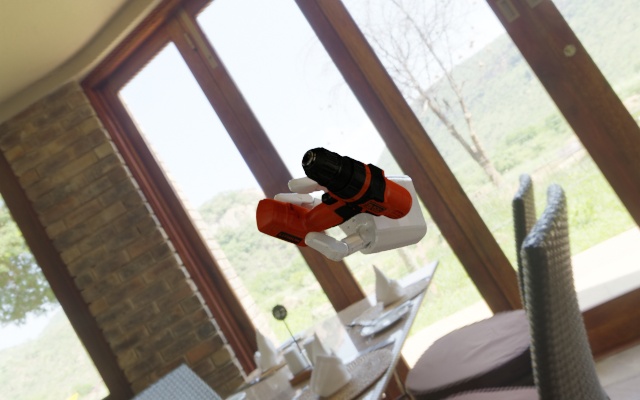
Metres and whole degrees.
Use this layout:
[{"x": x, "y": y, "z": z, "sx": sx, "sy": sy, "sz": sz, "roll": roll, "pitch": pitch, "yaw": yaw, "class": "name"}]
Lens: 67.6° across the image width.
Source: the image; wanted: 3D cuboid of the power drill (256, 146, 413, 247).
[{"x": 0.000, "y": 0.002, "z": 0.631, "sx": 0.188, "sy": 0.057, "sz": 0.184, "roll": -22, "pitch": -34, "yaw": 40, "class": "power drill"}]
